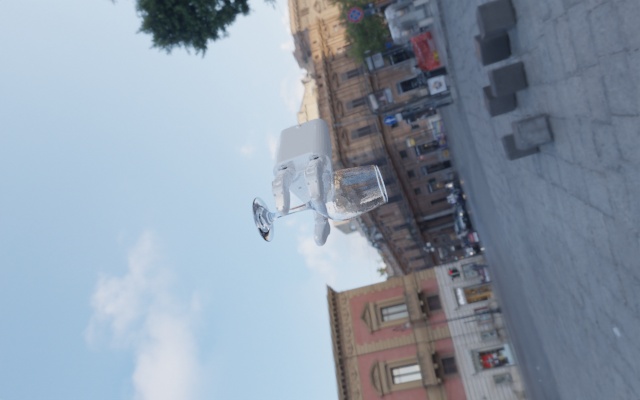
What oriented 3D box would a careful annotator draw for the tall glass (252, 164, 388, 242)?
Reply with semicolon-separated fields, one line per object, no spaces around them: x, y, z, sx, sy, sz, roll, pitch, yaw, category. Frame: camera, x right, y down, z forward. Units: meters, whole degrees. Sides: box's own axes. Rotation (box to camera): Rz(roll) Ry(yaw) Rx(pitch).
-0.001;0.003;0.743;0.201;0.079;0.079;-17;-4;14;tall glass
